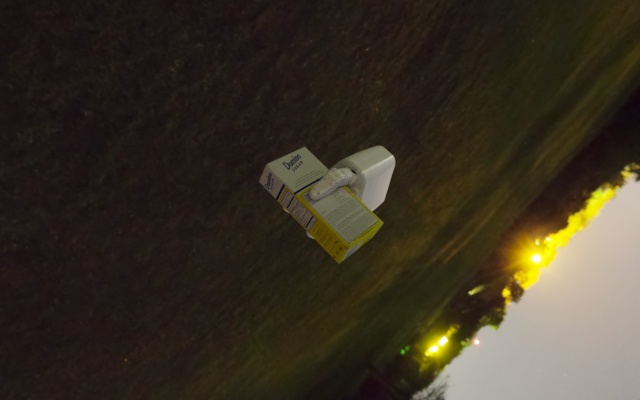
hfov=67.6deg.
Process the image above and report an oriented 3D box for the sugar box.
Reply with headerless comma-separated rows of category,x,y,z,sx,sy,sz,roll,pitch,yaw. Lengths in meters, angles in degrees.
sugar box,0.000,0.003,0.719,0.093,0.176,0.048,-30,-22,-44
